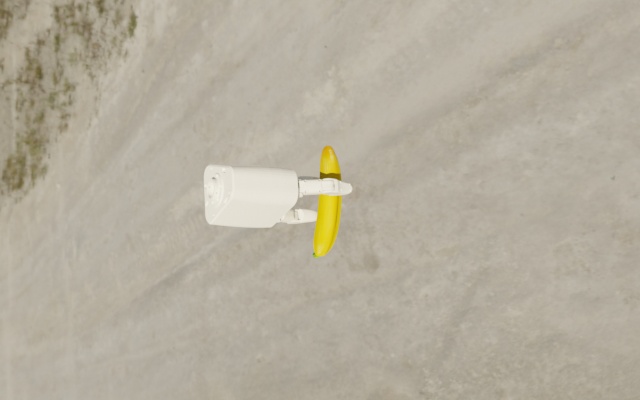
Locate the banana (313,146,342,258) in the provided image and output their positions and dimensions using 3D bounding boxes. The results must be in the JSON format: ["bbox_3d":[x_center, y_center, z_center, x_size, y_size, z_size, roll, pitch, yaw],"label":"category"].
[{"bbox_3d":[0.008,0.010,0.788,0.037,0.198,0.069,2,12,-29],"label":"banana"}]
